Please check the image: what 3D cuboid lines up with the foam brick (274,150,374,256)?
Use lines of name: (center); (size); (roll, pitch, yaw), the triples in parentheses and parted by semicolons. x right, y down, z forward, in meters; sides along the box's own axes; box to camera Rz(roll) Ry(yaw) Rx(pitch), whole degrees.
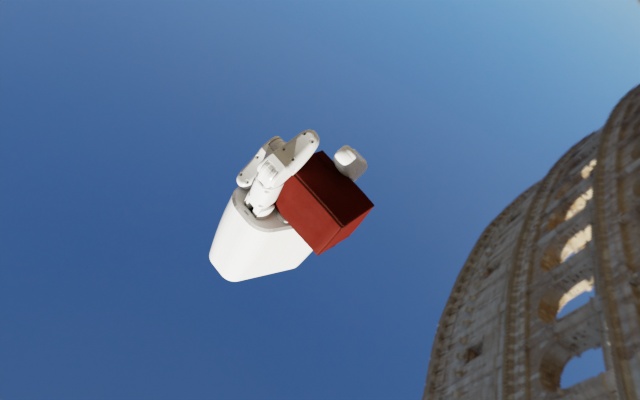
foam brick: (0.000, 0.002, 0.449); (0.053, 0.078, 0.051); (-27, -21, -44)
